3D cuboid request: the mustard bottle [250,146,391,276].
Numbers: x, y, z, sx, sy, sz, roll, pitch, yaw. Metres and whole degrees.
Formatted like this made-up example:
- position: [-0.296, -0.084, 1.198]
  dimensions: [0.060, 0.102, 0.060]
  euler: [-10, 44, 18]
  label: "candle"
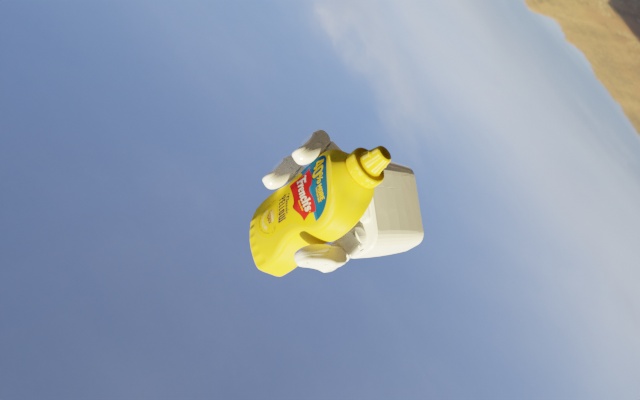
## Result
- position: [0.000, 0.002, 0.505]
  dimensions: [0.058, 0.096, 0.192]
  euler: [27, -46, -31]
  label: "mustard bottle"
